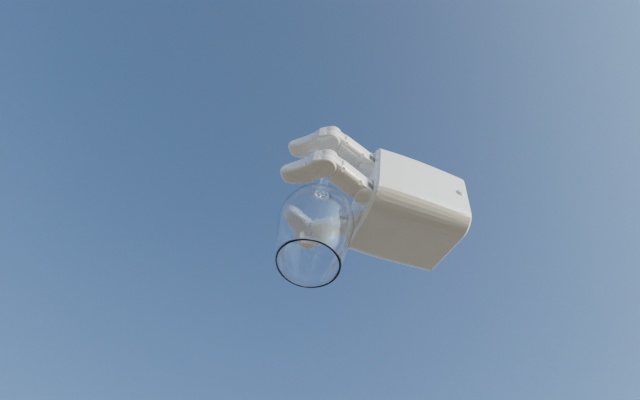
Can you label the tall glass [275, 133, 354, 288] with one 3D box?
[{"bbox_3d":[0.000,0.001,0.519,0.079,0.079,0.201,0,35,9],"label":"tall glass"}]
